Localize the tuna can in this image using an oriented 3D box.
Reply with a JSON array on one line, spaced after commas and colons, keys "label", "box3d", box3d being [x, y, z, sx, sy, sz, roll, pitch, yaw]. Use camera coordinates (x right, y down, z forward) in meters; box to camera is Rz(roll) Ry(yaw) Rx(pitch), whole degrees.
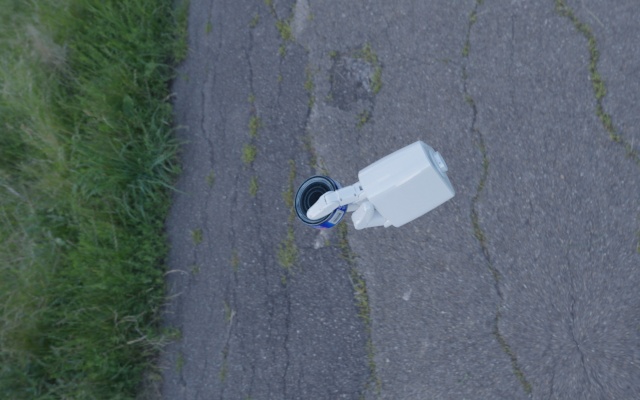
[{"label": "tuna can", "box3d": [0.000, 0.002, 0.773, 0.086, 0.086, 0.034, 0, -12, 33]}]
